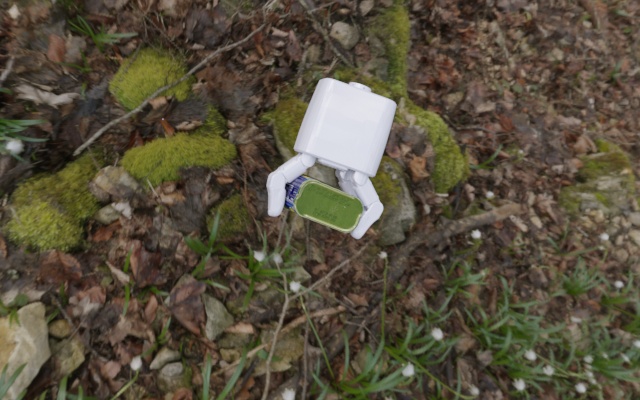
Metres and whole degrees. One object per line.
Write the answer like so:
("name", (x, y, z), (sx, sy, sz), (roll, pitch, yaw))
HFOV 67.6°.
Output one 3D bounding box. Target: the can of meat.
("can of meat", (0.000, 0.002, 0.664), (0.102, 0.057, 0.084), (21, 1, -20))
